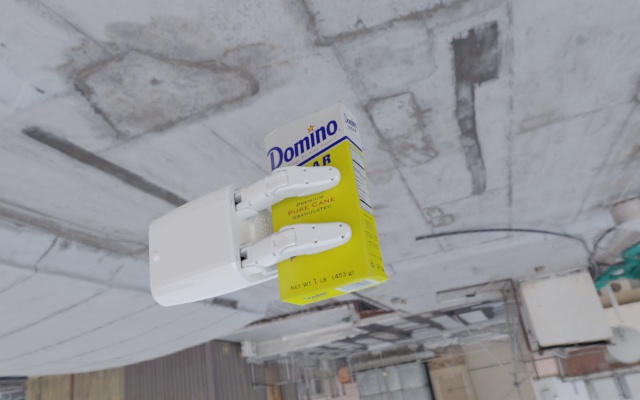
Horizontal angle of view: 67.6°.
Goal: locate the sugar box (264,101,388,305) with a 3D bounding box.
[{"bbox_3d":[0.000,0.001,0.455,0.093,0.176,0.048,-20,-23,22],"label":"sugar box"}]
